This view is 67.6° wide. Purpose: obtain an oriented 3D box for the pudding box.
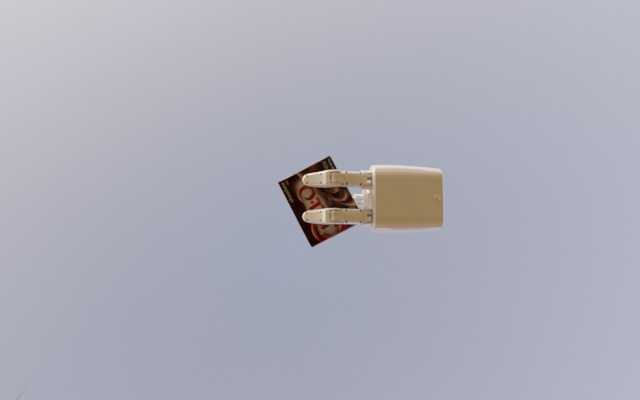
[{"bbox_3d":[0.000,0.002,0.728,0.090,0.113,0.039,-28,-4,-4],"label":"pudding box"}]
